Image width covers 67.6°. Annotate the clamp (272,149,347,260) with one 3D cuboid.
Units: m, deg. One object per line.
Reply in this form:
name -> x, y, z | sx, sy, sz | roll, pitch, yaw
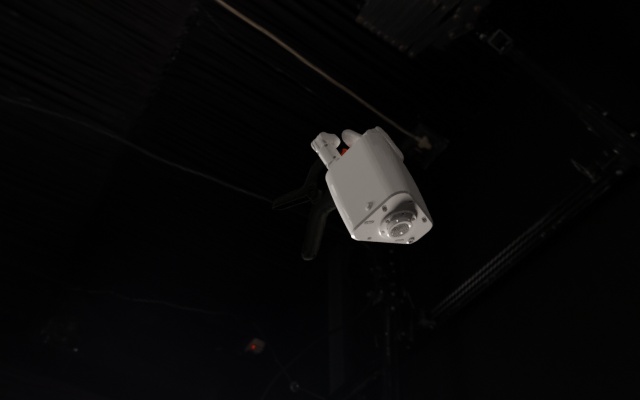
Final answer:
clamp -> 0.001, 0.002, 0.699 | 0.039, 0.120, 0.171 | -1, -37, -49
